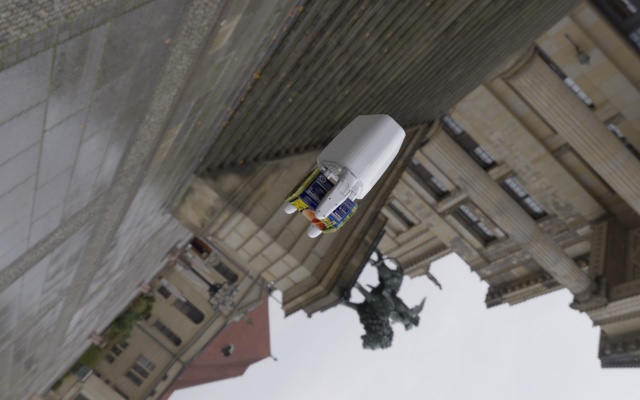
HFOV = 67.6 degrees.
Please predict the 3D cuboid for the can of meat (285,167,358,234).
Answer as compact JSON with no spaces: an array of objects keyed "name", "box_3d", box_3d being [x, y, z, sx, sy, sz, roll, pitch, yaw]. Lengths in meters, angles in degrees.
[{"name":"can of meat","box_3d":[0.000,0.003,0.726,0.084,0.057,0.102,42,-14,-7]}]
